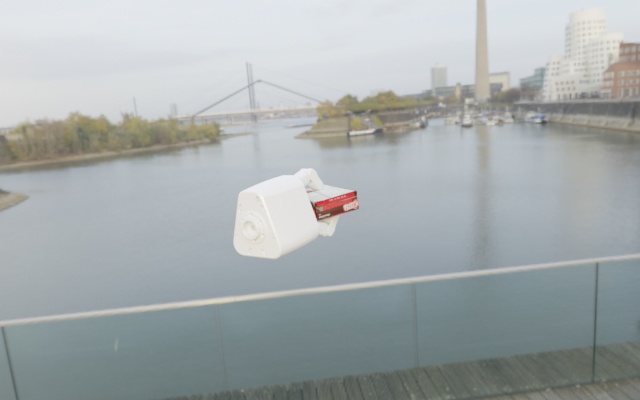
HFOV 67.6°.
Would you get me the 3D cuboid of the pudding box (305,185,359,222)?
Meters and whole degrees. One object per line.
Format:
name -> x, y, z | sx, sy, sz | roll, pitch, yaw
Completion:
pudding box -> 0.000, 0.003, 0.847 | 0.090, 0.039, 0.113 | -14, 16, -29
